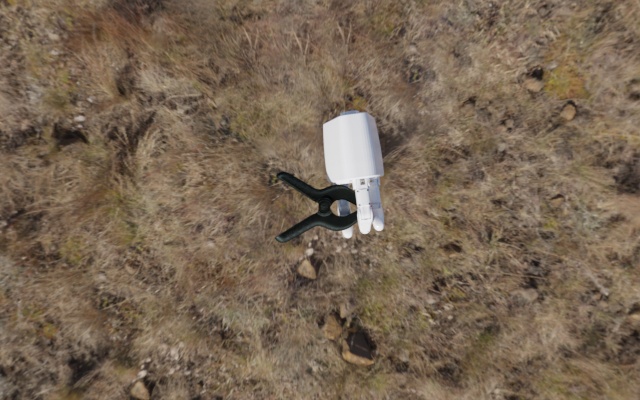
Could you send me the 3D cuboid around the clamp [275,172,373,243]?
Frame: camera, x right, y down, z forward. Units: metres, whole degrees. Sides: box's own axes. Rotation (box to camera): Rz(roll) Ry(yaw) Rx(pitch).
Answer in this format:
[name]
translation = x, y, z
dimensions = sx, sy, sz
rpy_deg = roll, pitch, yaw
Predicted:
[clamp]
translation = 0.000, 0.003, 0.815
dimensions = 0.171, 0.120, 0.039
rpy_deg = -8, 1, -2
